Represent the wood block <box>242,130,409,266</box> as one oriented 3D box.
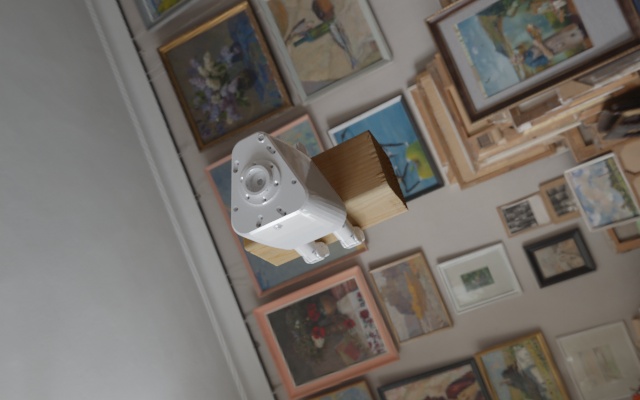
[{"bbox_3d":[0.000,0.002,0.649,0.206,0.090,0.090,-24,-31,17],"label":"wood block"}]
